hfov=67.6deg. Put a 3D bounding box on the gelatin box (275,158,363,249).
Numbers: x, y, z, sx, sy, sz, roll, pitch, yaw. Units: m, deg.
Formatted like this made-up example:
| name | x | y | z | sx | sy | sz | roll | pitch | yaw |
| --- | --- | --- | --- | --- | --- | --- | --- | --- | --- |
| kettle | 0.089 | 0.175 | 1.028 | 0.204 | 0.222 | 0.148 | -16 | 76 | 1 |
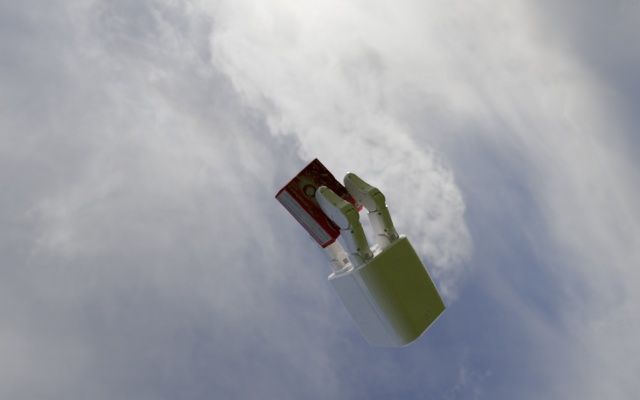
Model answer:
| name | x | y | z | sx | sy | sz | roll | pitch | yaw |
| --- | --- | --- | --- | --- | --- | --- | --- | --- | --- |
| gelatin box | 0.000 | 0.002 | 0.586 | 0.073 | 0.089 | 0.030 | -46 | 4 | -41 |
